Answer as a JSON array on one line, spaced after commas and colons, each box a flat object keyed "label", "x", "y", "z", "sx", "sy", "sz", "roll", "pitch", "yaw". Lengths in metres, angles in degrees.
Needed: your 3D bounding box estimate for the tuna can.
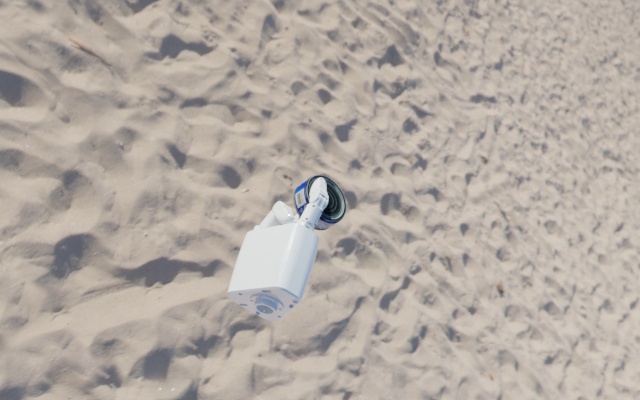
[{"label": "tuna can", "x": 0.000, "y": 0.002, "z": 0.765, "sx": 0.086, "sy": 0.086, "sz": 0.034, "roll": 0, "pitch": -25, "yaw": -44}]
